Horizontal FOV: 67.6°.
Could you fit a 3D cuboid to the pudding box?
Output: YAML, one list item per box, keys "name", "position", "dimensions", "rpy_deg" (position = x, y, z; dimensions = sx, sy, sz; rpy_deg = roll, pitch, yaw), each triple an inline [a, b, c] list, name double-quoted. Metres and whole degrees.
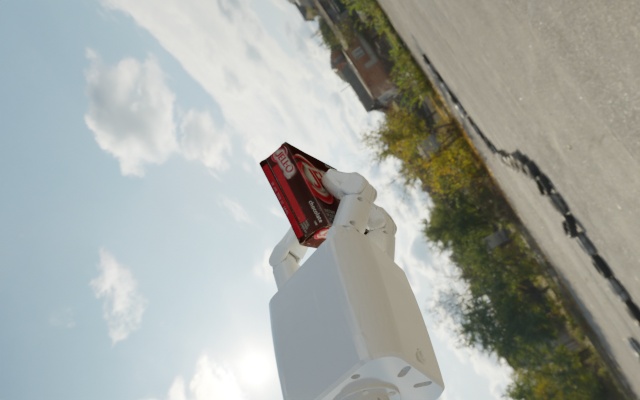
- name: "pudding box"
  position: [0.000, 0.002, 0.455]
  dimensions: [0.039, 0.090, 0.113]
  rpy_deg: [-34, -22, 15]
